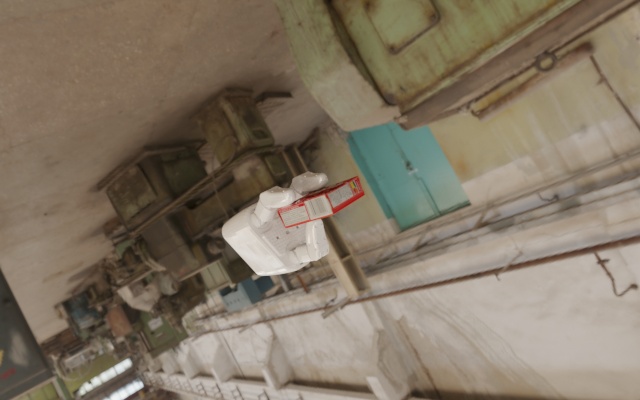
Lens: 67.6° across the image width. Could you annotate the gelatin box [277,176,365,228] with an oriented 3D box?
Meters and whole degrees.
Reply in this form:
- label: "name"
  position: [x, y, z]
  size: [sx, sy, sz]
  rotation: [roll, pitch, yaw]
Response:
- label: "gelatin box"
  position: [0.001, 0.002, 0.607]
  size: [0.089, 0.030, 0.073]
  rotation: [-18, 7, 42]
